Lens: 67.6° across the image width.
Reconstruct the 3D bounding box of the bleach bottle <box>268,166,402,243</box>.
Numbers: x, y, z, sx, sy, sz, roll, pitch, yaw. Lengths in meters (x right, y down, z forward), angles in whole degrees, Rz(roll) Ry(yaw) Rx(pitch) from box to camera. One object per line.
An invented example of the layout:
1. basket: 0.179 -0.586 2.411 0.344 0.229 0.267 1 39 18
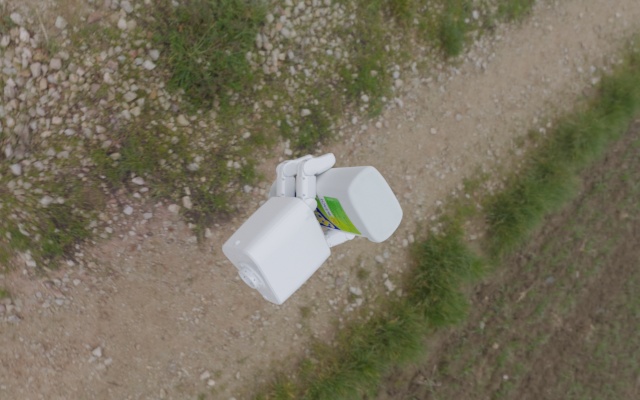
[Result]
1. bleach bottle: 0.000 0.002 0.716 0.068 0.103 0.251 -45 25 -26
